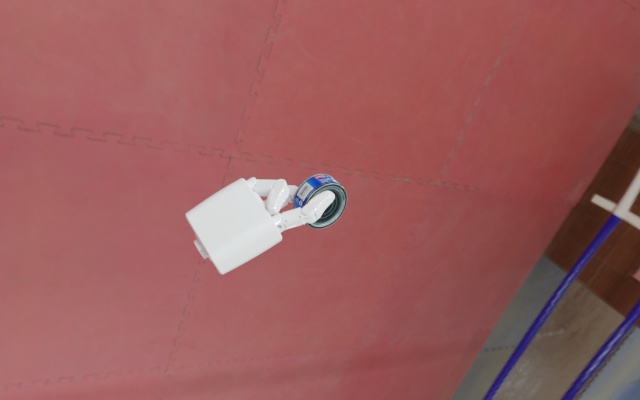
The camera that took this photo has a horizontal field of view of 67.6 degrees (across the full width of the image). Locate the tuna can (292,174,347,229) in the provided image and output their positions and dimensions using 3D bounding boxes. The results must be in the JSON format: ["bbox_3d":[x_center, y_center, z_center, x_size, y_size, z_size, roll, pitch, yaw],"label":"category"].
[{"bbox_3d":[0.000,0.003,0.764,0.086,0.086,0.033,0,28,-37],"label":"tuna can"}]
